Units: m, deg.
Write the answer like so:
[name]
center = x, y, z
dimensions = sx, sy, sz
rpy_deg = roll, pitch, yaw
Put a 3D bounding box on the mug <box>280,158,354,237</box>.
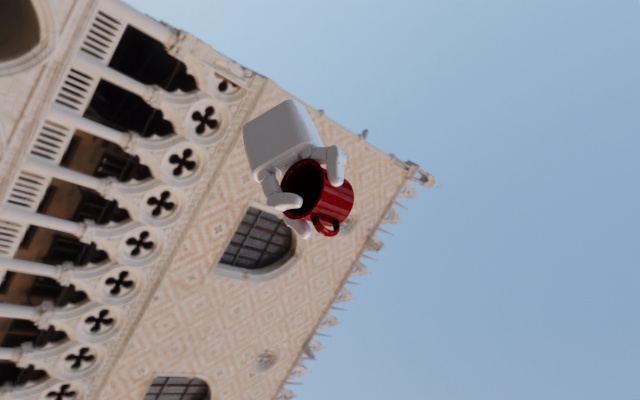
[mug]
center = 0.001, 0.004, 0.715
dimensions = 0.093, 0.117, 0.081
rpy_deg = -38, -37, 27
